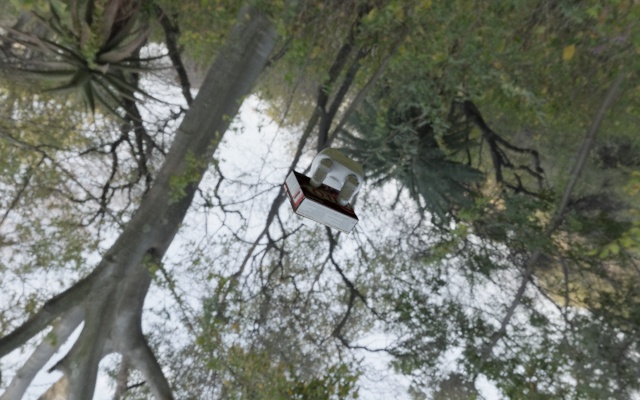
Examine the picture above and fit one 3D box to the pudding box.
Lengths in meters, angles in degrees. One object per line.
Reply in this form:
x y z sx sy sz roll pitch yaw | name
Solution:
0.000 0.003 0.789 0.113 0.039 0.090 21 22 -28 | pudding box
